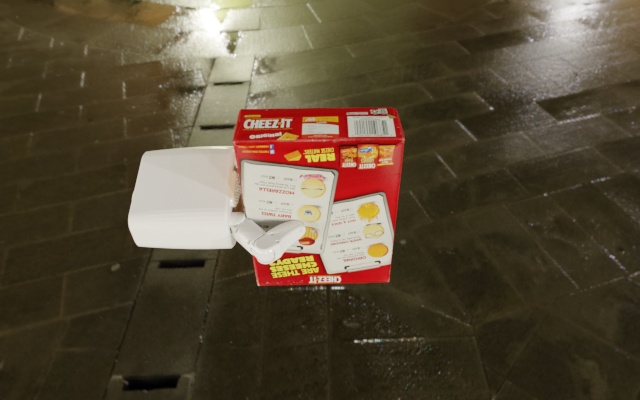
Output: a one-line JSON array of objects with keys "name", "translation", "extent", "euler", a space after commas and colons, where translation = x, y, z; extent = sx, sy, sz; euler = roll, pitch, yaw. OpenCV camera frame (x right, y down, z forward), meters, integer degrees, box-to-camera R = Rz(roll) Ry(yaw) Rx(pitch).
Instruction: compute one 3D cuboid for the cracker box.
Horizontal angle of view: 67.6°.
[{"name": "cracker box", "translation": [0.000, 0.002, 0.536], "extent": [0.164, 0.214, 0.072], "euler": [-1, 42, 1]}]
